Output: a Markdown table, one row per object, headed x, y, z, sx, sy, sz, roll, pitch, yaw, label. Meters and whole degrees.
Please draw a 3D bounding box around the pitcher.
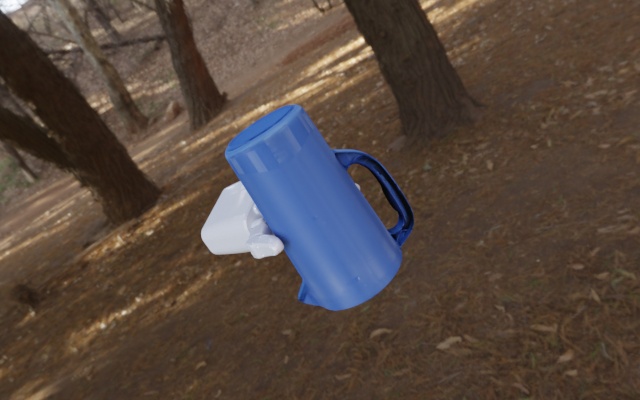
| x | y | z | sx | sy | sz | roll | pitch | yaw | label |
| --- | --- | --- | --- | --- | --- | --- | --- | --- | --- |
| 0.000 | 0.002 | 0.598 | 0.145 | 0.243 | 0.149 | -14 | 27 | 40 | pitcher |
